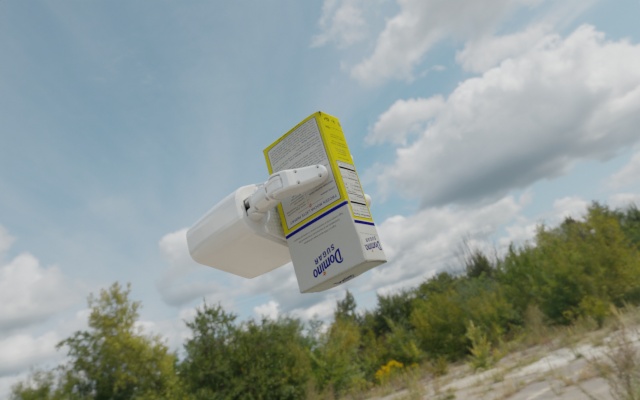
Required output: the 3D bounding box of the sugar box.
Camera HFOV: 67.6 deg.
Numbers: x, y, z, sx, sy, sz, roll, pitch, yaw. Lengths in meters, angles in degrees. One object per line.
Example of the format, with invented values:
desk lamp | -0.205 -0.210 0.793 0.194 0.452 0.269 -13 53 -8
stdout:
sugar box | 0.000 0.002 0.517 0.093 0.176 0.048 -31 -24 33
